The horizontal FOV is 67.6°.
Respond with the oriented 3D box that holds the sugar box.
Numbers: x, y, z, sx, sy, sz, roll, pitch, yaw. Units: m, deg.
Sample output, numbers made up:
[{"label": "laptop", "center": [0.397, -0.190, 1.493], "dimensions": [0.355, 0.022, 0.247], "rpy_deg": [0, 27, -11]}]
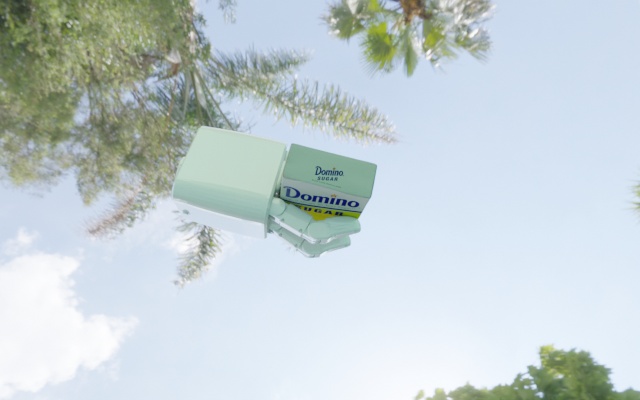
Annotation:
[{"label": "sugar box", "center": [0.000, 0.002, 0.552], "dimensions": [0.093, 0.048, 0.176], "rpy_deg": [14, -20, -1]}]
